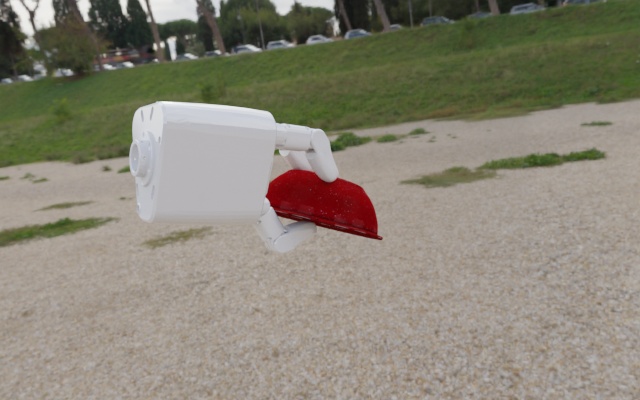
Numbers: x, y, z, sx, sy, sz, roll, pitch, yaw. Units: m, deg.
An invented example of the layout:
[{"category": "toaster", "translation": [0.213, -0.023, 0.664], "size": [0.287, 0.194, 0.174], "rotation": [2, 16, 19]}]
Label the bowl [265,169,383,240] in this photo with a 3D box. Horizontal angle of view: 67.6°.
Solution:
[{"category": "bowl", "translation": [0.001, 0.002, 0.562], "size": [0.162, 0.055, 0.162], "rotation": [14, -5, 1]}]
